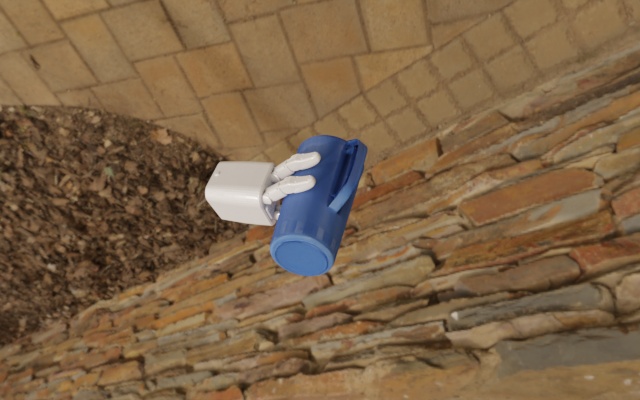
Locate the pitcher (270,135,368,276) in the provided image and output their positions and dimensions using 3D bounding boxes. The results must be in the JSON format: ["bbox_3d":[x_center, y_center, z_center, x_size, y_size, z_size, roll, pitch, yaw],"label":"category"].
[{"bbox_3d":[0.000,0.003,0.835,0.145,0.242,0.149,6,-43,12],"label":"pitcher"}]
